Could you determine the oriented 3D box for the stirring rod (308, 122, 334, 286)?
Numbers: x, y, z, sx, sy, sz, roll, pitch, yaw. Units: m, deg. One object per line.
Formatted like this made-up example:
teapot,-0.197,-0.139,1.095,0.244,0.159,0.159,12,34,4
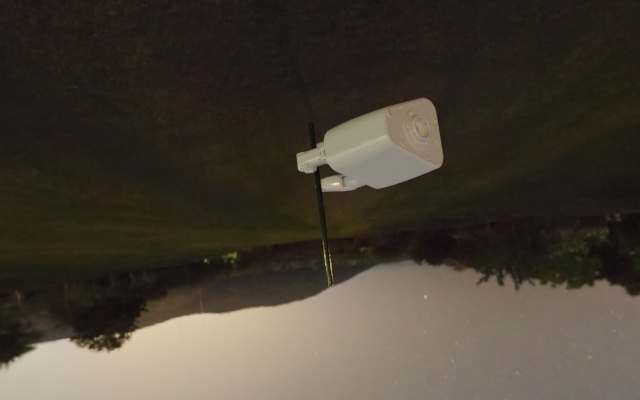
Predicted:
stirring rod,0.000,0.002,0.694,0.011,0.239,0.011,-7,-8,-1
